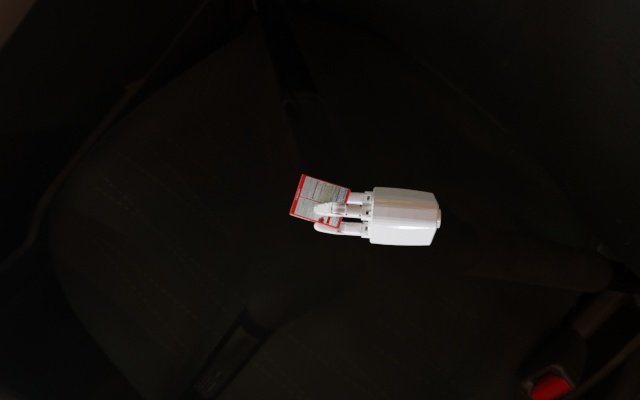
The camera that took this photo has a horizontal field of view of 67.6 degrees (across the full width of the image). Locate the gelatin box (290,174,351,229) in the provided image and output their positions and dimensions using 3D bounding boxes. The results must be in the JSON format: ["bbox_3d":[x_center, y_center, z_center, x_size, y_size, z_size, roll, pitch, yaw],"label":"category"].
[{"bbox_3d":[0.000,0.003,0.827,0.089,0.073,0.030,17,-3,5],"label":"gelatin box"}]
